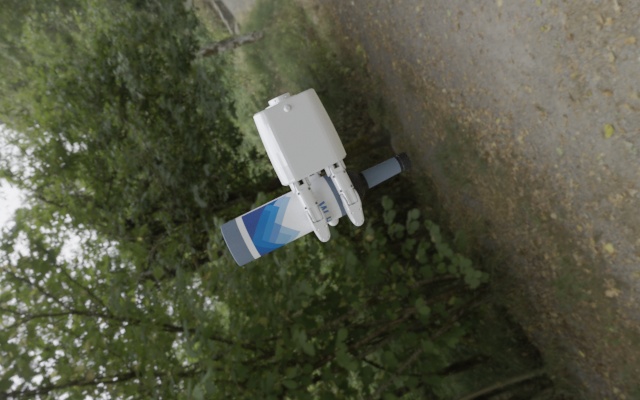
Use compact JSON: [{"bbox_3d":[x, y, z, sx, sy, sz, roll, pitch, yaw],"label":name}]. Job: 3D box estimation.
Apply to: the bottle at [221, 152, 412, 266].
[{"bbox_3d":[0.000,0.003,0.712,0.295,0.069,0.069,-26,2,-5],"label":"bottle"}]
